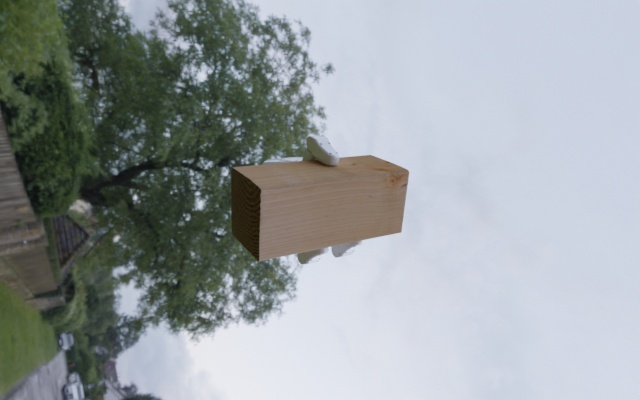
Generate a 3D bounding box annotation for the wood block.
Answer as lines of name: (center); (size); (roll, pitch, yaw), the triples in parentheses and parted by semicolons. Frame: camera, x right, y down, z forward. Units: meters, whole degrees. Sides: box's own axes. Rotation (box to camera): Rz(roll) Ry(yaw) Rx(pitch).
wood block: (0.000, 0.002, 0.605); (0.206, 0.091, 0.090); (-9, 23, -29)
